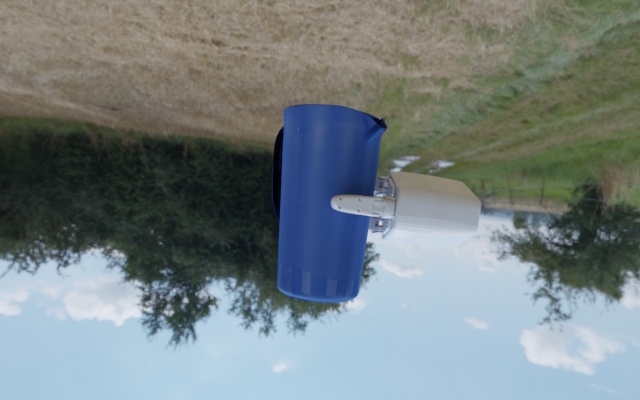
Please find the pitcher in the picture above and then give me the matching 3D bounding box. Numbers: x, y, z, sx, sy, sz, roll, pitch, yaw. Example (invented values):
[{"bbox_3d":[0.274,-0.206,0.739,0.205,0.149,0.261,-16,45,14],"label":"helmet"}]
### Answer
[{"bbox_3d":[0.000,0.002,0.630,0.145,0.243,0.149,6,0,-2],"label":"pitcher"}]
